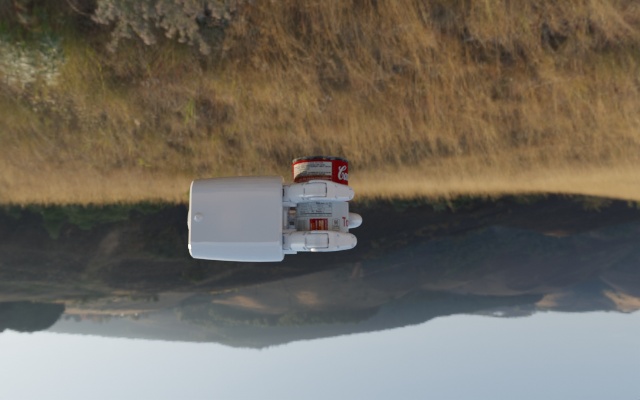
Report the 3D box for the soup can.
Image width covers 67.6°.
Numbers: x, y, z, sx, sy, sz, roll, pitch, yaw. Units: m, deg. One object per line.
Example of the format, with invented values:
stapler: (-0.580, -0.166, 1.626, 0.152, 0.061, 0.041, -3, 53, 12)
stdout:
soup can: (0.001, 0.002, 0.578, 0.068, 0.102, 0.068, 0, -6, 0)
